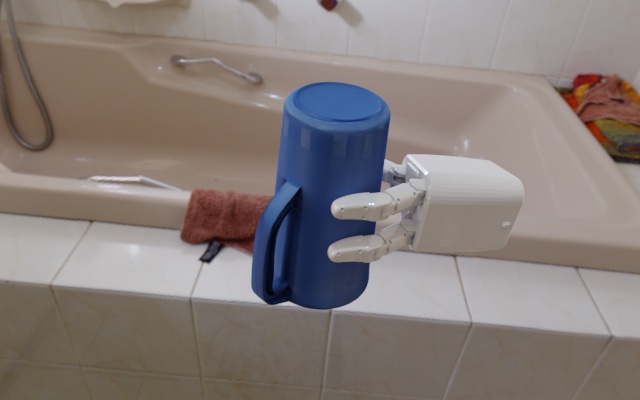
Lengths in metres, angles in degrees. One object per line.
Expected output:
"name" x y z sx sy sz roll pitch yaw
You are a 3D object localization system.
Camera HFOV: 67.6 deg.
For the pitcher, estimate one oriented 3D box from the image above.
"pitcher" 0.000 0.002 0.537 0.145 0.243 0.149 3 36 -4
